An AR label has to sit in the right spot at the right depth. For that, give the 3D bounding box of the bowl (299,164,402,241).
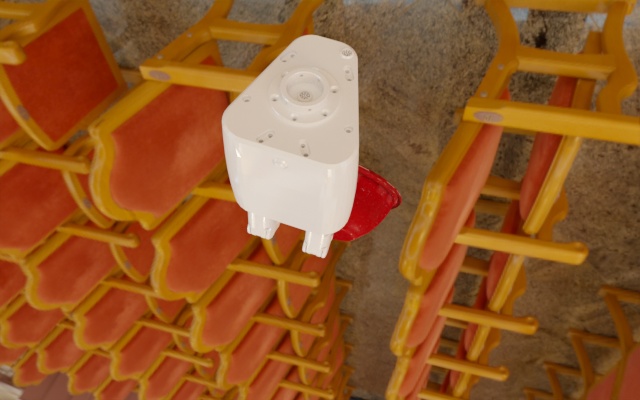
[{"bbox_3d":[0.000,0.003,0.505,0.162,0.055,0.162,18,-14,5],"label":"bowl"}]
